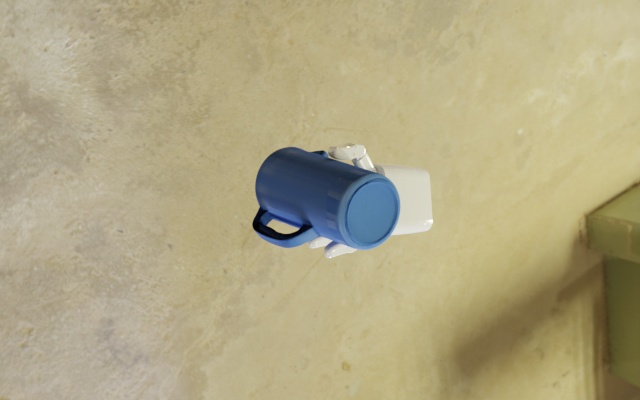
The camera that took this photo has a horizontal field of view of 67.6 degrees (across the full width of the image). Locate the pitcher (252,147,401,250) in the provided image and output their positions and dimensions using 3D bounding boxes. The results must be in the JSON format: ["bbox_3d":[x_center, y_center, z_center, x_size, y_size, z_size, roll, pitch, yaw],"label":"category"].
[{"bbox_3d":[0.000,0.002,0.736,0.145,0.149,0.243,0,11,-32],"label":"pitcher"}]
